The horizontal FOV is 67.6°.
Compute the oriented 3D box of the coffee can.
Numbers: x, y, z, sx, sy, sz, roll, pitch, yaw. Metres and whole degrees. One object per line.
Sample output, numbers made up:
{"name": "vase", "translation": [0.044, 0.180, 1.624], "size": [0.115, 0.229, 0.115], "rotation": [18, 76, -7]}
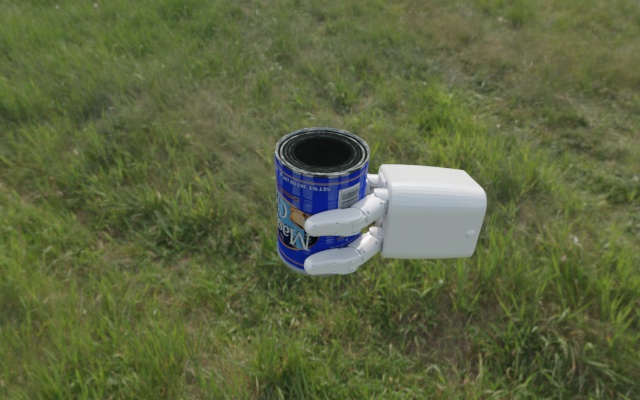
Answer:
{"name": "coffee can", "translation": [0.000, 0.002, 0.551], "size": [0.103, 0.140, 0.102], "rotation": [1, 36, -1]}
